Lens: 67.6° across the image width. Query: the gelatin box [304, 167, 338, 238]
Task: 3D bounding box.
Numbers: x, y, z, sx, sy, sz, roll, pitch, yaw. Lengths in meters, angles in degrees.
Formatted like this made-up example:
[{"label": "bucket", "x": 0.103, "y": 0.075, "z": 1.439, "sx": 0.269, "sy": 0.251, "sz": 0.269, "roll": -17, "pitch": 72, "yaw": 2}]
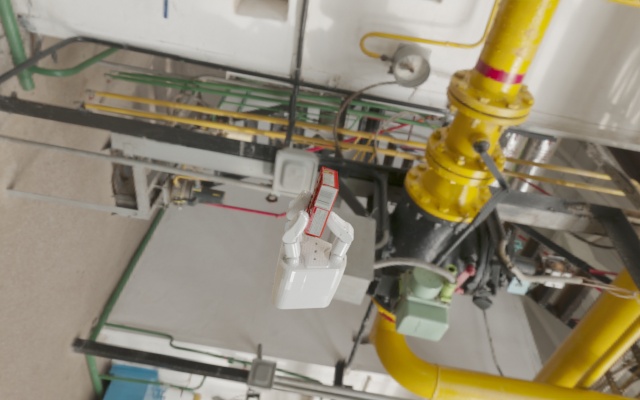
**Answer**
[{"label": "gelatin box", "x": 0.001, "y": 0.002, "z": 0.739, "sx": 0.030, "sy": 0.089, "sz": 0.073, "roll": 17, "pitch": 24, "yaw": -7}]
